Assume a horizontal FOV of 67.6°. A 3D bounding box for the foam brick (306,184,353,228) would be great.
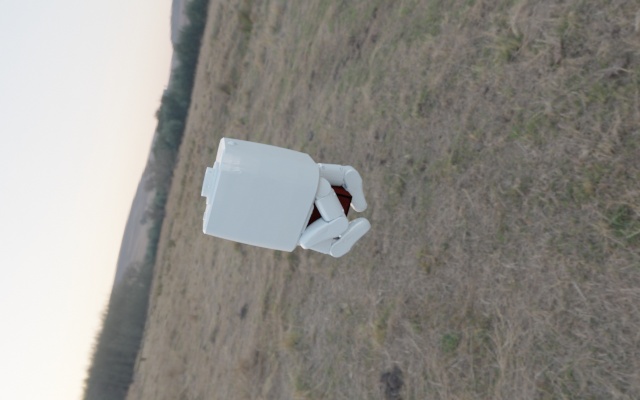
[{"bbox_3d":[0.000,0.002,0.594,0.051,0.053,0.078,11,15,-16],"label":"foam brick"}]
